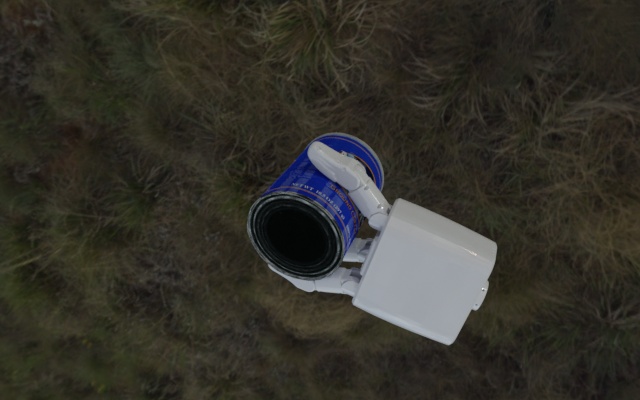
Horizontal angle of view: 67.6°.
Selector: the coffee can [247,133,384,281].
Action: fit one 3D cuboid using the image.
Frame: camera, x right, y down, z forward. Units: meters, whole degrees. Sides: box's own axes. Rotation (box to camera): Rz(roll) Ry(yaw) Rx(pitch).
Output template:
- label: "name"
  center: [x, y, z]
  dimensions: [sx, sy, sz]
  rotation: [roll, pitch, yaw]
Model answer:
- label: "coffee can"
  center: [0.000, 0.001, 0.510]
  dimensions: [0.103, 0.103, 0.140]
  rotation: [0, 30, 25]
